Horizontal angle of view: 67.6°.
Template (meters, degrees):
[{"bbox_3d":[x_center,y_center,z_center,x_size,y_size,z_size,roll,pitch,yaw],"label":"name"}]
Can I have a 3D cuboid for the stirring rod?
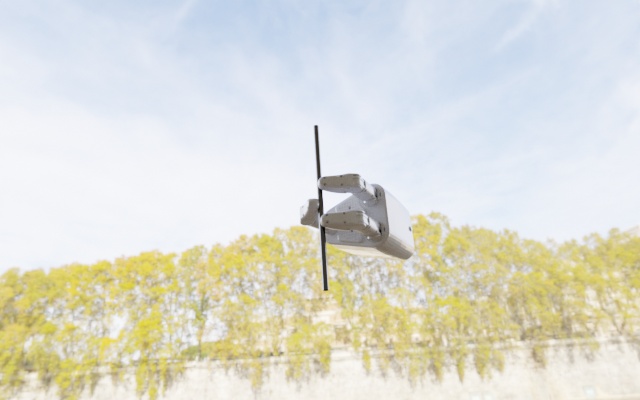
[{"bbox_3d":[0.000,0.002,0.643,0.011,0.239,0.011,-3,-24,-1],"label":"stirring rod"}]
